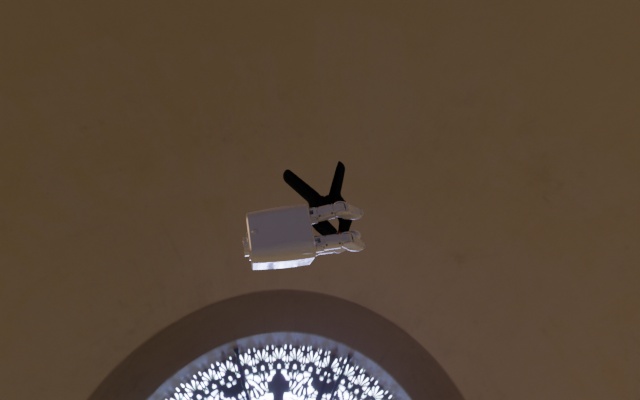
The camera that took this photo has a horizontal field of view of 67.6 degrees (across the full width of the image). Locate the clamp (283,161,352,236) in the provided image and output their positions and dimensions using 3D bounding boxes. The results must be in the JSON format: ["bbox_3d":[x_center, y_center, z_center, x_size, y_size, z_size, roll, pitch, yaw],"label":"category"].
[{"bbox_3d":[0.000,0.003,0.860,0.120,0.171,0.039,-6,-32,-10],"label":"clamp"}]
